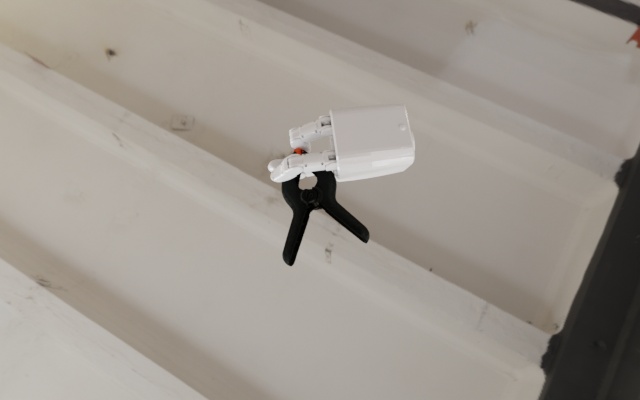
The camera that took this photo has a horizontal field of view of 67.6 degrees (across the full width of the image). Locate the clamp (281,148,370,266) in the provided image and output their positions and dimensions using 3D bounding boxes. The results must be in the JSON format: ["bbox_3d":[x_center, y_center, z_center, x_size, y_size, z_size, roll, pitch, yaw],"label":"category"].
[{"bbox_3d":[0.000,0.002,0.670,0.120,0.171,0.039,-7,-22,0],"label":"clamp"}]
